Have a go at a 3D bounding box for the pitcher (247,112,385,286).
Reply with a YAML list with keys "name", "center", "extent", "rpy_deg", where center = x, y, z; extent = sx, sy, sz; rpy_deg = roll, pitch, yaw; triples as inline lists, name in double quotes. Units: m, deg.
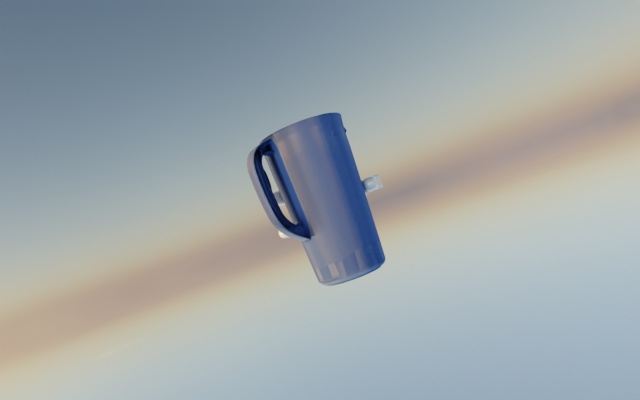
- name: "pitcher"
  center: [0.000, 0.002, 0.719]
  extent: [0.149, 0.243, 0.145]
  rpy_deg: [-21, -2, 7]
